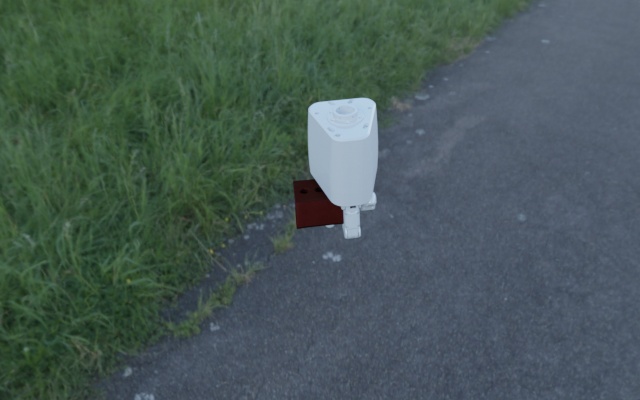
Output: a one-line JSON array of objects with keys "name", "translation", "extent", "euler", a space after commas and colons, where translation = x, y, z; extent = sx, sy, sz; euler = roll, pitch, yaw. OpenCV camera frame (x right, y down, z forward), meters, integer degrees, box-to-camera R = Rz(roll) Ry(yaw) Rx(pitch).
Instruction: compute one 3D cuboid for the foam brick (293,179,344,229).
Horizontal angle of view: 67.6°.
[{"name": "foam brick", "translation": [0.000, 0.002, 0.696], "extent": [0.078, 0.051, 0.053], "euler": [-6, 41, -3]}]
